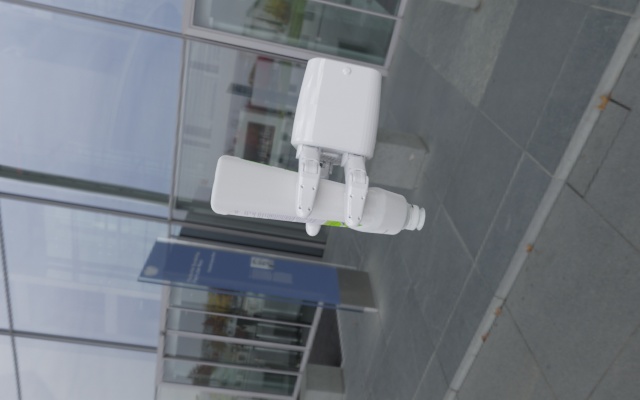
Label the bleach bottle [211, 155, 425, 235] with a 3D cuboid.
[{"bbox_3d":[0.000,0.002,0.579,0.251,0.068,0.102,10,-5,-8],"label":"bleach bottle"}]
